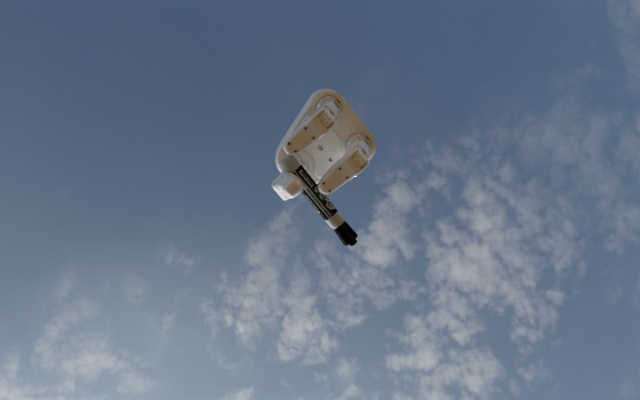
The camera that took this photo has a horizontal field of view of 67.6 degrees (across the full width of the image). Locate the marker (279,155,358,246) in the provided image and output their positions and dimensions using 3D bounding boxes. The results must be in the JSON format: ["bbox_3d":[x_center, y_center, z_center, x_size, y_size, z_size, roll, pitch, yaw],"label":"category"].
[{"bbox_3d":[0.000,0.002,0.511,0.020,0.121,0.020,-37,14,10],"label":"marker"}]
